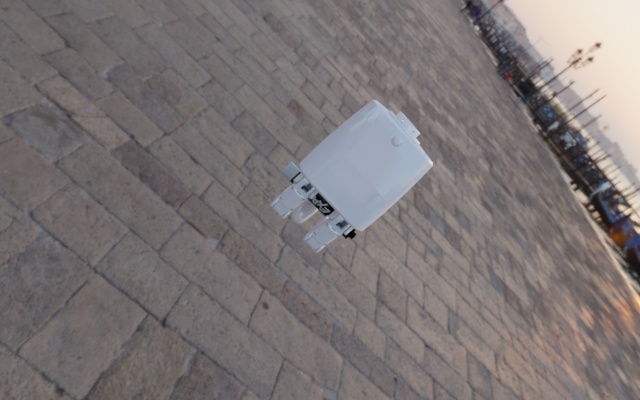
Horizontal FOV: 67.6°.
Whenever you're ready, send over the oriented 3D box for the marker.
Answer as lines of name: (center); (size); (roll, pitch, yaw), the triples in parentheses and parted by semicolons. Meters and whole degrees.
marker: (0.000, 0.002, 0.587); (0.020, 0.121, 0.020); (-43, 6, 6)
